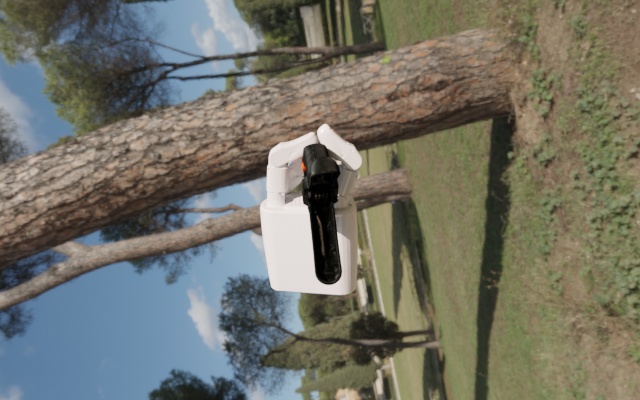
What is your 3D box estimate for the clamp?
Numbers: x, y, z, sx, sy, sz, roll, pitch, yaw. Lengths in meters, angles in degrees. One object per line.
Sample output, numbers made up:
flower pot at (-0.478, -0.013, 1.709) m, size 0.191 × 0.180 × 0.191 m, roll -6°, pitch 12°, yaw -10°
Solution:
clamp at (-0.001, 0.001, 0.475) m, size 0.039 × 0.120 × 0.171 m, roll 2°, pitch 17°, yaw -3°
